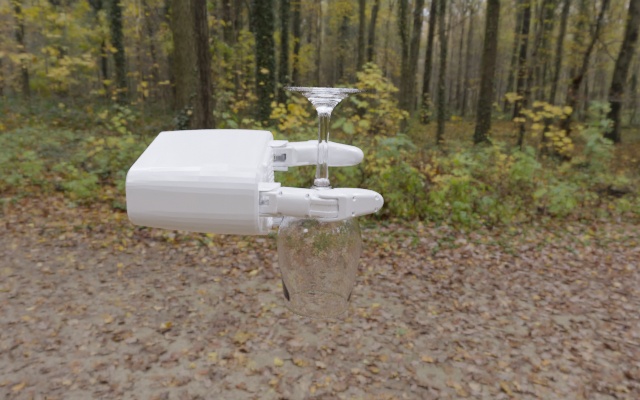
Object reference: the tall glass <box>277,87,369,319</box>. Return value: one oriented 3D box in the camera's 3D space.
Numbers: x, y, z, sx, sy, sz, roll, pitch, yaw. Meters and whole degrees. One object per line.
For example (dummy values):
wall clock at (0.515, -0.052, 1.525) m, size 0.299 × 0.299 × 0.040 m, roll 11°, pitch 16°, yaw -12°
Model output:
tall glass at (0.000, 0.001, 0.430) m, size 0.079 × 0.201 × 0.079 m, roll 2°, pitch 13°, yaw 0°
